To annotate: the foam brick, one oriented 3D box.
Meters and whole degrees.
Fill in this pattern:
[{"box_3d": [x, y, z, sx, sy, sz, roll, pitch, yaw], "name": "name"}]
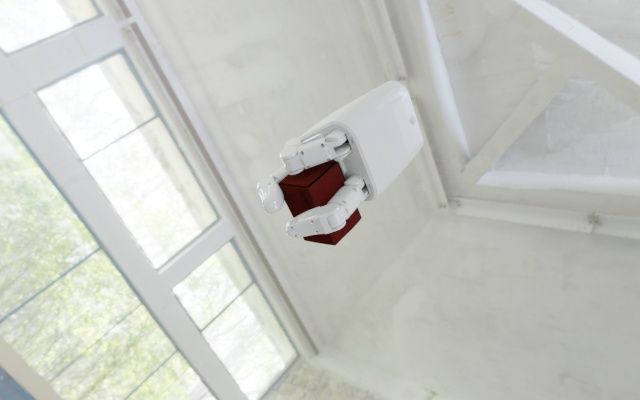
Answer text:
[{"box_3d": [0.000, 0.002, 0.519, 0.053, 0.078, 0.051, 7, 40, 46], "name": "foam brick"}]
